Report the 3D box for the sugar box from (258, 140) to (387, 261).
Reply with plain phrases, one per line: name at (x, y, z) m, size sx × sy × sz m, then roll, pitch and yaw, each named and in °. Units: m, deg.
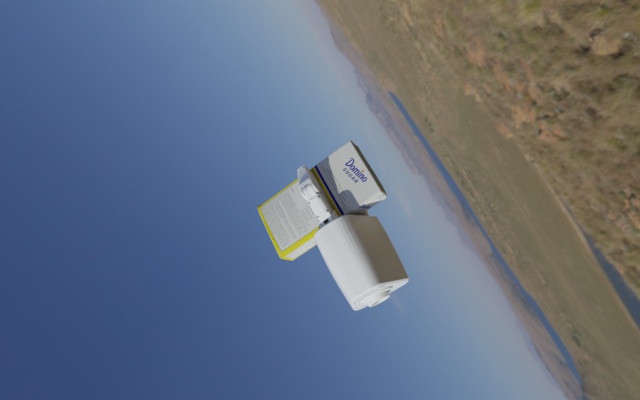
sugar box at (0.000, 0.003, 0.696) m, size 0.176 × 0.093 × 0.048 m, roll -33°, pitch -22°, yaw 12°
